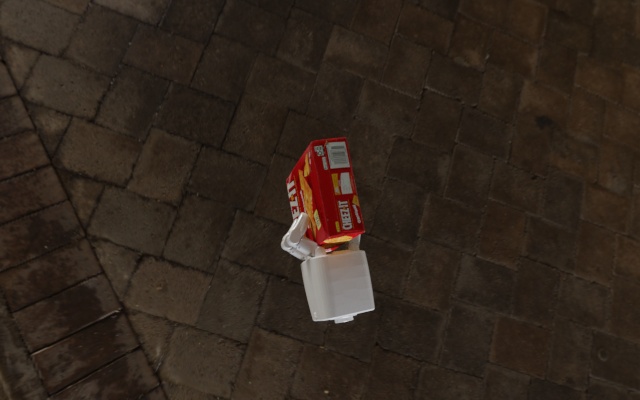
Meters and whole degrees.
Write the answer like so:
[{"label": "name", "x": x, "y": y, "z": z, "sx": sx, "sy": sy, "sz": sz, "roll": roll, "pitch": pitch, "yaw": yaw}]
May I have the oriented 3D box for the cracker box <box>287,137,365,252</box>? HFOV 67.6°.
[{"label": "cracker box", "x": 0.000, "y": 0.003, "z": 0.858, "sx": 0.072, "sy": 0.164, "sz": 0.214, "roll": -7, "pitch": -12, "yaw": -17}]
